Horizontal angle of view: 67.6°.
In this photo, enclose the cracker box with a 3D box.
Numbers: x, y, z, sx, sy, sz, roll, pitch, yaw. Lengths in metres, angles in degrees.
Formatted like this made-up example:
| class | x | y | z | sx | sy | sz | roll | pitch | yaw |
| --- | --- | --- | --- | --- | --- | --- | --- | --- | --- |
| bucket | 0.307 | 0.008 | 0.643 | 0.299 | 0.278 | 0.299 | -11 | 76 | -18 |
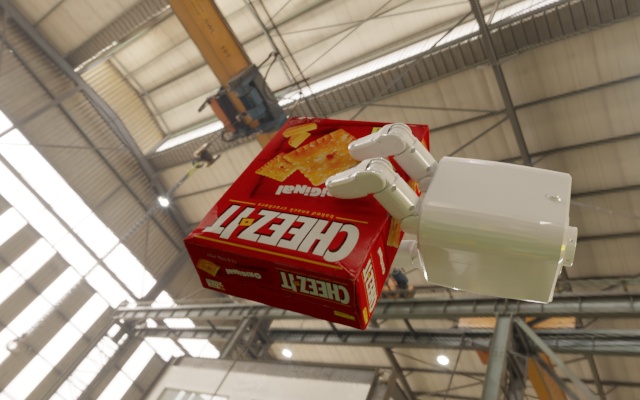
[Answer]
| class | x | y | z | sx | sy | sz | roll | pitch | yaw |
| --- | --- | --- | --- | --- | --- | --- | --- | --- | --- |
| cracker box | 0.000 | 0.002 | 0.461 | 0.164 | 0.072 | 0.213 | 8 | 42 | 25 |
